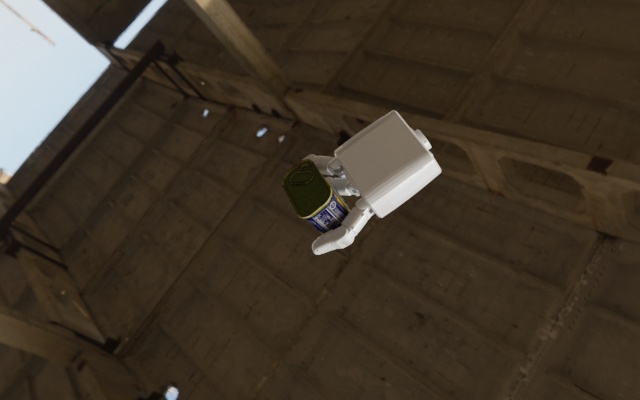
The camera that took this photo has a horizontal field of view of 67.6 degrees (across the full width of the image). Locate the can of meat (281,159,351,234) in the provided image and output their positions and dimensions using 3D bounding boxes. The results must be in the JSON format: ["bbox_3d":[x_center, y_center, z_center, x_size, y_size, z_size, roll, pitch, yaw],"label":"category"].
[{"bbox_3d":[0.000,0.003,0.684,0.084,0.057,0.102,44,9,-43],"label":"can of meat"}]
